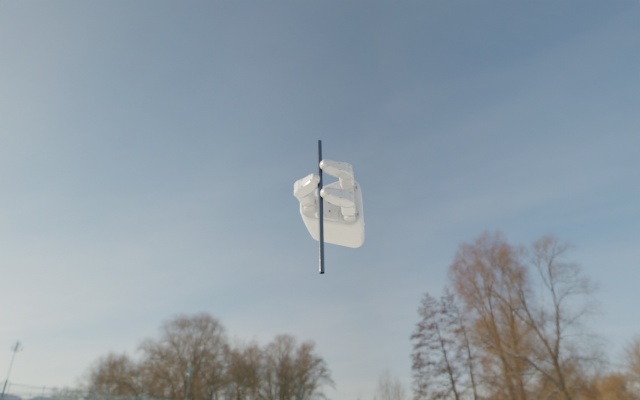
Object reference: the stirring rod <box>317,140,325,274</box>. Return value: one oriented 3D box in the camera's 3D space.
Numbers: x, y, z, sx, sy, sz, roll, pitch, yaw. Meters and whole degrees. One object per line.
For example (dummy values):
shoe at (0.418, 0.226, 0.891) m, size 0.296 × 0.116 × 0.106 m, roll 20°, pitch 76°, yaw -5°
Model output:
stirring rod at (0.000, 0.003, 0.764) m, size 0.011 × 0.239 × 0.011 m, roll -1°, pitch -29°, yaw 0°
